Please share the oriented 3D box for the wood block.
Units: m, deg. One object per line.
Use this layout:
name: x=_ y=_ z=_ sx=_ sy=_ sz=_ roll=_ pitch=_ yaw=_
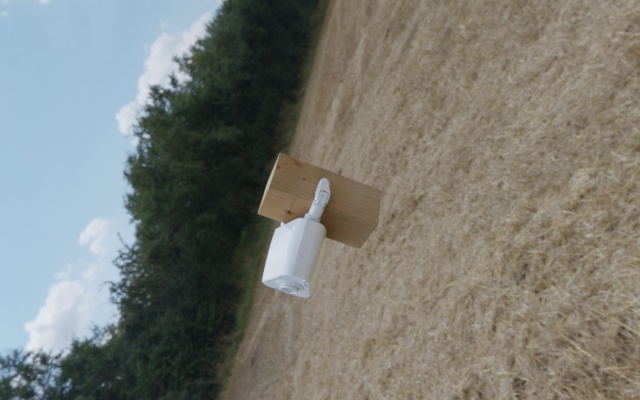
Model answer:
wood block: x=0.000 y=0.003 z=0.896 sx=0.206 sy=0.090 sz=0.091 roll=20 pitch=-41 yaw=-9
